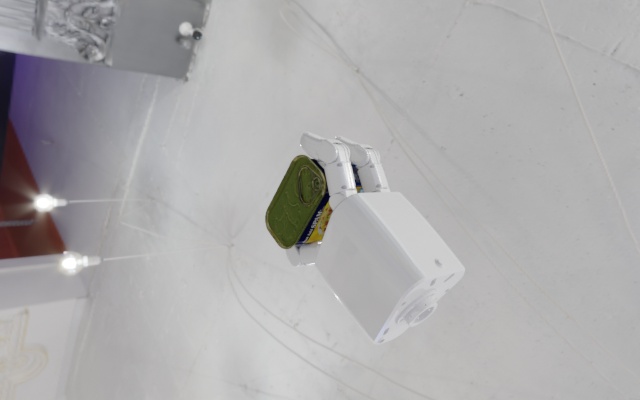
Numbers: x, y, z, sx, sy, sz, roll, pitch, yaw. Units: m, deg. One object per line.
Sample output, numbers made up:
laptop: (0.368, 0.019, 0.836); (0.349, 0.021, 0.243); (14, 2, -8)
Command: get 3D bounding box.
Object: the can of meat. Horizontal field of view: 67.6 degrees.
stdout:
can of meat: (0.000, 0.002, 0.527); (0.084, 0.102, 0.057); (-2, 41, -45)
